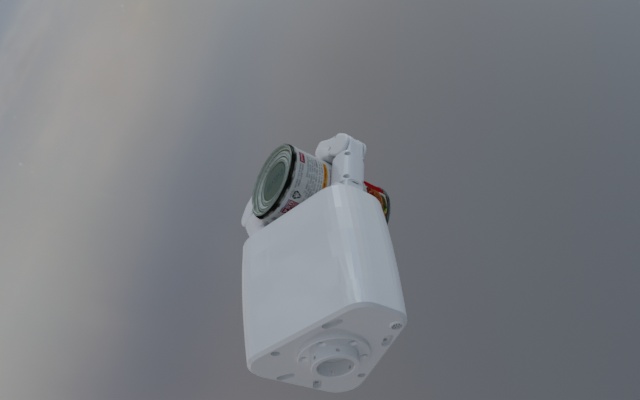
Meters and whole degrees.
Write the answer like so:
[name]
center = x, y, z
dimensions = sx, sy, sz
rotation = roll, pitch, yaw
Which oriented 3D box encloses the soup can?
[soup can]
center = 0.000, 0.001, 0.415
dimensions = 0.102, 0.068, 0.068
rotation = 24, -11, -27
